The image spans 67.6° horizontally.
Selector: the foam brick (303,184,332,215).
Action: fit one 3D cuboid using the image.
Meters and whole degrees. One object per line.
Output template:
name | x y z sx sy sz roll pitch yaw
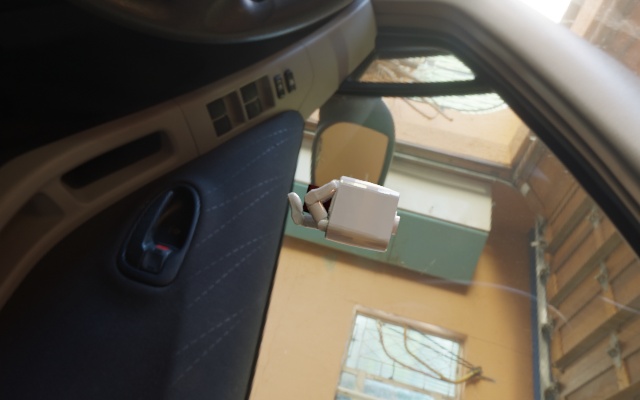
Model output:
foam brick | 0.000 0.003 0.886 0.051 0.053 0.078 14 0 5
